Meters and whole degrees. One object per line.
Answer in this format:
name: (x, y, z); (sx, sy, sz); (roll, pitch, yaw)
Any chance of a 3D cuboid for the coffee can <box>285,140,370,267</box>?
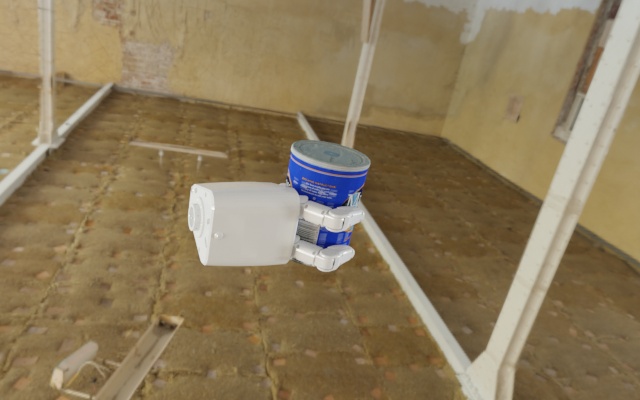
coffee can: (0.000, 0.002, 0.634); (0.103, 0.140, 0.102); (11, 21, -4)
